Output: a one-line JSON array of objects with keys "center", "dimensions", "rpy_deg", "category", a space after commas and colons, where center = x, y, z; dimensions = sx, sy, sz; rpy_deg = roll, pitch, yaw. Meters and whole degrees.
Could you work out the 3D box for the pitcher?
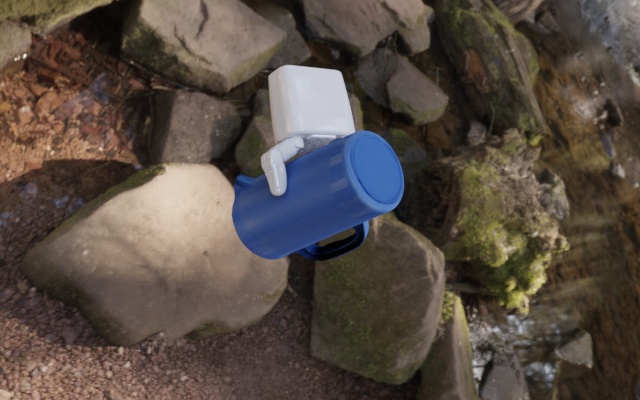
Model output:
[{"center": [0.000, 0.002, 0.673], "dimensions": [0.149, 0.145, 0.243], "rpy_deg": [3, -18, -43], "category": "pitcher"}]
